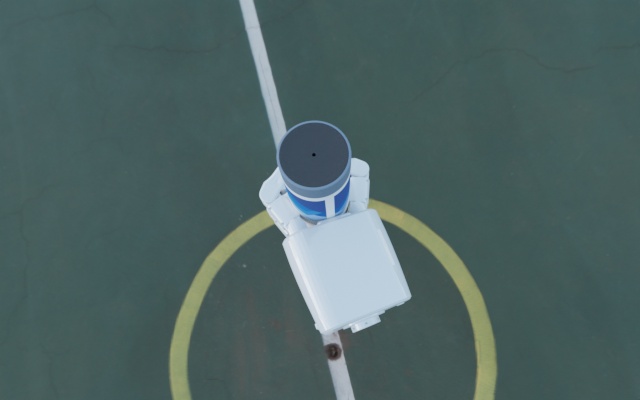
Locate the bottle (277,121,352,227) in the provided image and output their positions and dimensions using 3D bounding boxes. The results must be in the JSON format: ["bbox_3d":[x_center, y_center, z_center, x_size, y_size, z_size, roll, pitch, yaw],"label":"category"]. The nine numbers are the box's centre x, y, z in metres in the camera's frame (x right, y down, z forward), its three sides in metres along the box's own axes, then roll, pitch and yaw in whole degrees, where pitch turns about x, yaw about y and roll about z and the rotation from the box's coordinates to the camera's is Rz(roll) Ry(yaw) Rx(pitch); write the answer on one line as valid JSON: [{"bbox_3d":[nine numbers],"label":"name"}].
[{"bbox_3d":[0.000,0.002,0.560,0.069,0.069,0.296,0,-17,2],"label":"bottle"}]
